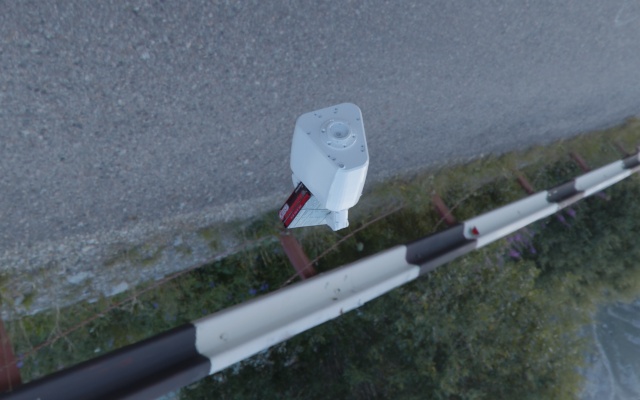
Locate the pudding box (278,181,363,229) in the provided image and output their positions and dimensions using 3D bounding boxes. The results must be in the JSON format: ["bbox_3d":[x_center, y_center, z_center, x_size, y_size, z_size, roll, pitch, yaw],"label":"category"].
[{"bbox_3d":[0.000,0.003,0.763,0.113,0.039,0.090,-2,-35,-39],"label":"pudding box"}]
